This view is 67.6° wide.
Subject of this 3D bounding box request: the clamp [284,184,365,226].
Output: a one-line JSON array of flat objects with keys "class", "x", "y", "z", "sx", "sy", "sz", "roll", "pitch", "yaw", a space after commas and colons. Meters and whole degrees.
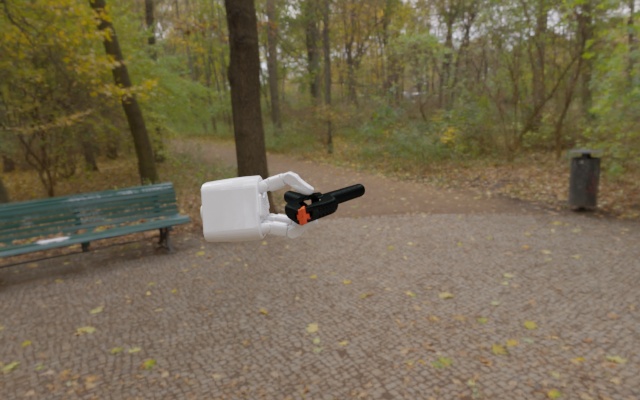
[{"class": "clamp", "x": 0.000, "y": 0.002, "z": 0.870, "sx": 0.164, "sy": 0.036, "sz": 0.210, "roll": -8, "pitch": 11, "yaw": 6}]
